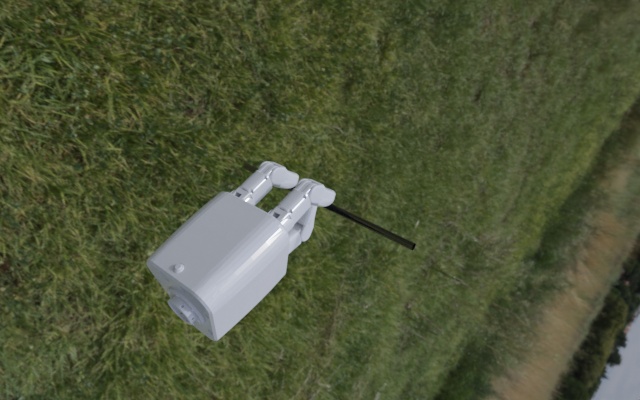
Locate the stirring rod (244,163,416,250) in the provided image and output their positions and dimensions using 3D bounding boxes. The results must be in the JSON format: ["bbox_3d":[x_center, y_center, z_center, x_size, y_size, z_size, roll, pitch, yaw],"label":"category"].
[{"bbox_3d":[0.000,0.002,0.542,0.239,0.011,0.011,26,13,30],"label":"stirring rod"}]
